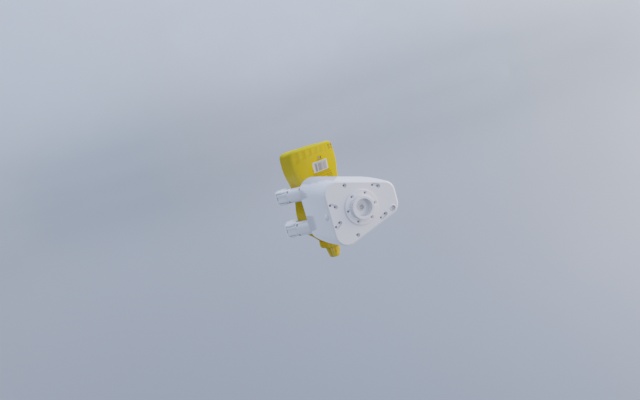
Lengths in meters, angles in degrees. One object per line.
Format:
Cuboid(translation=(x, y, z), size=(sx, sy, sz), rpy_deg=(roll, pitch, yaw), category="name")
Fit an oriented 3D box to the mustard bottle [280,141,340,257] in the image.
Cuboid(translation=(0.000, 0.002, 0.799), size=(0.096, 0.191, 0.058), rpy_deg=(-24, 11, -41), category="mustard bottle")
